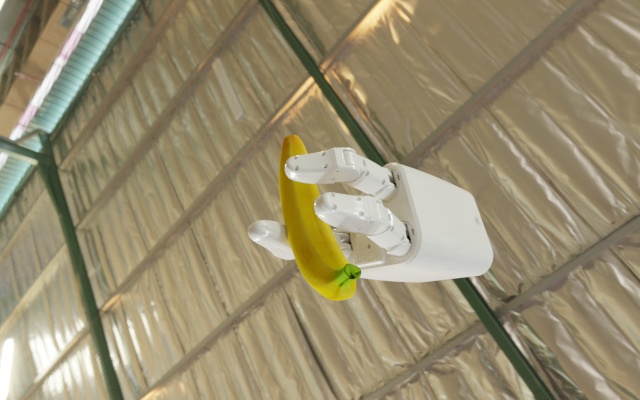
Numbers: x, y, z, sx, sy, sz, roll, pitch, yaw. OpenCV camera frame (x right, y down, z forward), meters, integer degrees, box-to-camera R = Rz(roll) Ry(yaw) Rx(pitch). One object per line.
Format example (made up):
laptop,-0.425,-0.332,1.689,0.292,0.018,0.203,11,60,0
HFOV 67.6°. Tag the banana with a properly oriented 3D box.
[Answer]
banana,-0.005,0.018,0.407,0.037,0.070,0.197,6,33,-25
